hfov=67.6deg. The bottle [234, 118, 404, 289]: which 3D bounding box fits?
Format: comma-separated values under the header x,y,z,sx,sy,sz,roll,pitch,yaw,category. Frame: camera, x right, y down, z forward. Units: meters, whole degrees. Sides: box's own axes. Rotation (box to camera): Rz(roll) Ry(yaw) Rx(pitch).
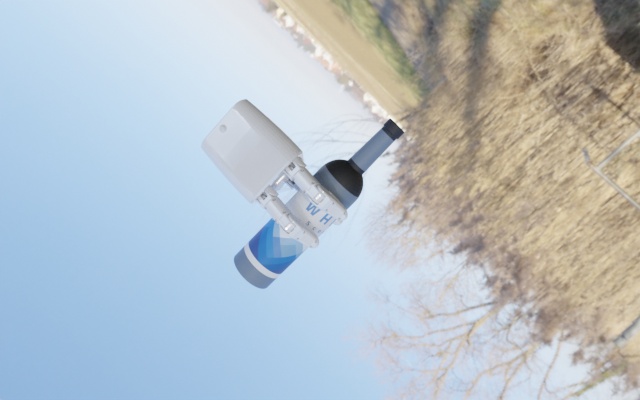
x,y,z,sx,sy,sz,roll,pitch,yaw,category
0.000,0.002,0.662,0.296,0.069,0.069,-45,-13,13,bottle
